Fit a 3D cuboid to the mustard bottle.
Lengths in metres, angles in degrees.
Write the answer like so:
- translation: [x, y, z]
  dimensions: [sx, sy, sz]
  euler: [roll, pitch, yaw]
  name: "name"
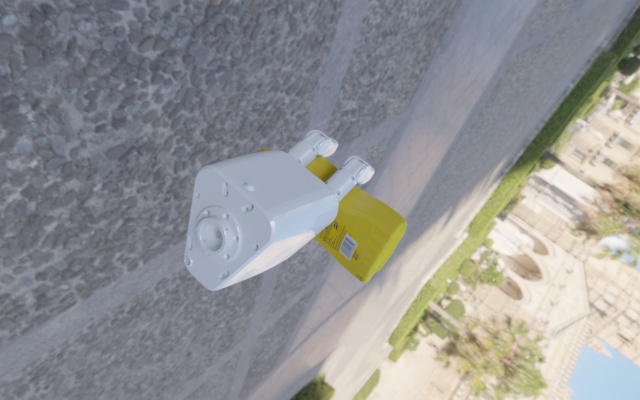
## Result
- translation: [0.000, 0.002, 0.539]
  dimensions: [0.191, 0.096, 0.058]
  euler: [39, 51, 17]
  name: "mustard bottle"
